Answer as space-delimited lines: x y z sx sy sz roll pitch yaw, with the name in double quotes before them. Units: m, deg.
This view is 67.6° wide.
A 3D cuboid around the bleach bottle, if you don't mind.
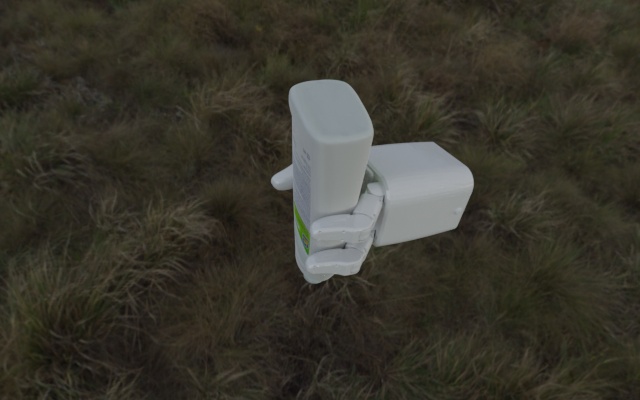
"bleach bottle" 0.000 0.002 0.529 0.068 0.102 0.251 -9 -42 -15
